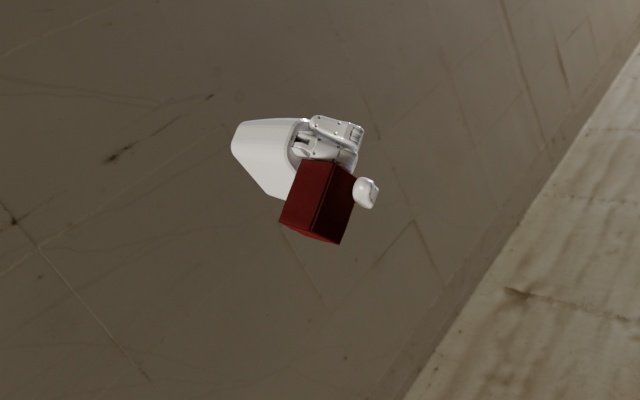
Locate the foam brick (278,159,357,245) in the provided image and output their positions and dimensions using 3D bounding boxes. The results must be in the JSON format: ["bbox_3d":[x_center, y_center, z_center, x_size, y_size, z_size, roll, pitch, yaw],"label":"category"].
[{"bbox_3d":[0.000,0.002,0.518,0.051,0.078,0.053,10,-15,42],"label":"foam brick"}]
